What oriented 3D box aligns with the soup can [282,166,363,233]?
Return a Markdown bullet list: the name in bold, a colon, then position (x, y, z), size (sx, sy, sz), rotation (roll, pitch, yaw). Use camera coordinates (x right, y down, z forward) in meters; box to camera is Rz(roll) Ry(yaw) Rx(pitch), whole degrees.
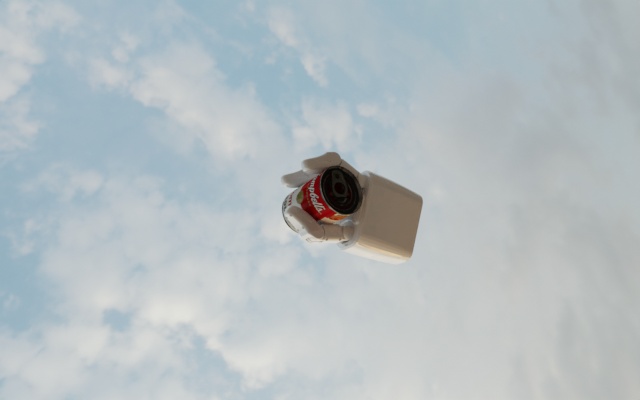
- **soup can**: position (0.000, 0.002, 0.654), size (0.068, 0.068, 0.102), rotation (0, -18, -36)
